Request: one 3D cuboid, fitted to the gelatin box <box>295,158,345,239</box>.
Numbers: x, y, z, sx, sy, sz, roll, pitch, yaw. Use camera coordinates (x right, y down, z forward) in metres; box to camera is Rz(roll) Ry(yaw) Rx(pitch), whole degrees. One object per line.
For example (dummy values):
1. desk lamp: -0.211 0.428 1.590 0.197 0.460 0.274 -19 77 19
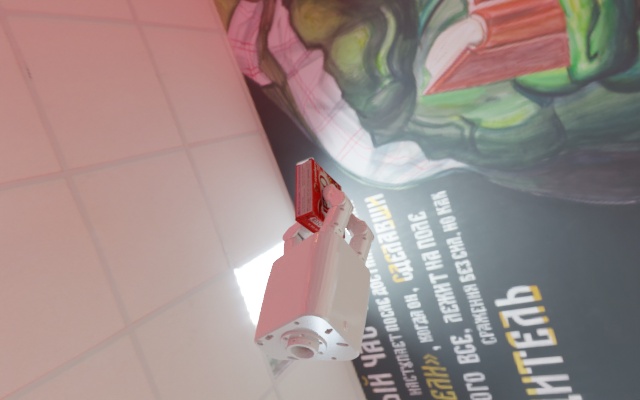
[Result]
1. gelatin box: 0.000 0.002 0.614 0.030 0.089 0.073 -23 -41 25
